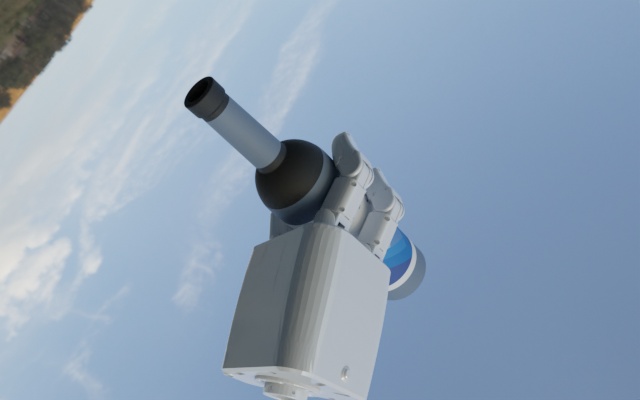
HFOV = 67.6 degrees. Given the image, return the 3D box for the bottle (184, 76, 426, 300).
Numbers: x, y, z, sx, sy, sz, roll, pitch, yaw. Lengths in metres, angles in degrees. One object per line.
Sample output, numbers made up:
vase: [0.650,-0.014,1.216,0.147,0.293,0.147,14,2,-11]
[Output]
bottle: [0.000,0.001,0.418,0.069,0.069,0.296,0,-31,41]
